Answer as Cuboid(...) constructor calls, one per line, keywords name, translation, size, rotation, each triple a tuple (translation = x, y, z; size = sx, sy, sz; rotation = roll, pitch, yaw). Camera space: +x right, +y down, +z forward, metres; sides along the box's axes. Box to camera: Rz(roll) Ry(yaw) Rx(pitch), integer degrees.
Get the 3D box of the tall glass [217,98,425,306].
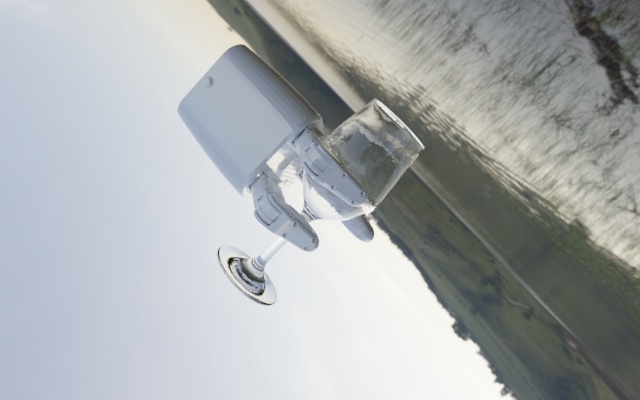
Cuboid(name="tall glass", translation=(0.000, 0.002, 0.433), size=(0.201, 0.079, 0.079), rotation=(-45, -10, 10))
